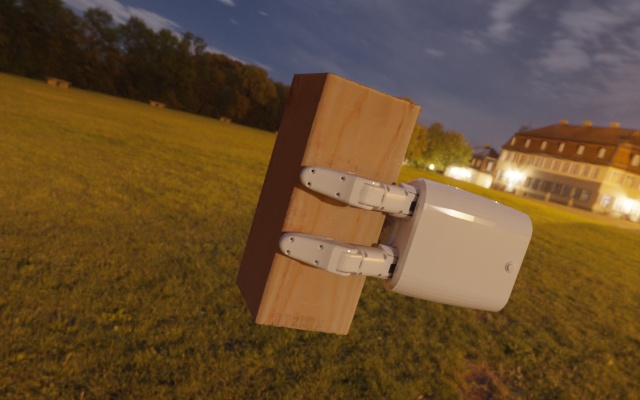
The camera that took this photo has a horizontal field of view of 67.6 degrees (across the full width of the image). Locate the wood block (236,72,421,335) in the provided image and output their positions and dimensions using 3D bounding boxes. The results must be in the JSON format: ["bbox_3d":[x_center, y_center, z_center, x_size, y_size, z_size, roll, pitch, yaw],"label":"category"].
[{"bbox_3d":[0.000,0.001,0.427,0.090,0.206,0.090,14,8,-23],"label":"wood block"}]
